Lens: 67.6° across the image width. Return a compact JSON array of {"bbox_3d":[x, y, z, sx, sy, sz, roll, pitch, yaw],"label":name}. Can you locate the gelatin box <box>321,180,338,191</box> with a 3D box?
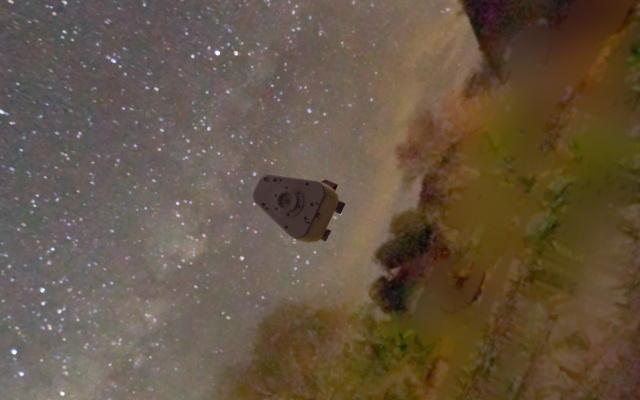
[{"bbox_3d":[0.000,0.003,0.891,0.030,0.073,0.089,24,12,8],"label":"gelatin box"}]
